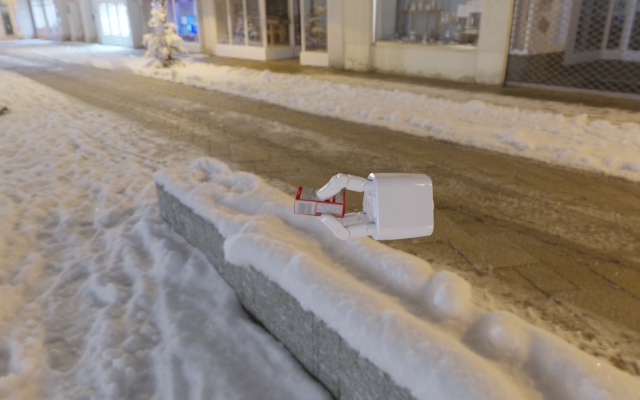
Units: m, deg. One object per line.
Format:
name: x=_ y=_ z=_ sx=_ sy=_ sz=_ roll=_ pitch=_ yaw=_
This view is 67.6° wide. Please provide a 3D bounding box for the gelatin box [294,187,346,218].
gelatin box: x=0.000 y=0.002 z=0.855 sx=0.089 sy=0.030 sz=0.073 roll=6 pitch=21 yaw=1
